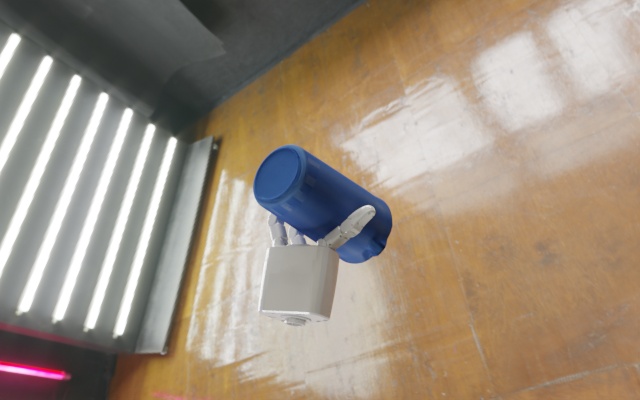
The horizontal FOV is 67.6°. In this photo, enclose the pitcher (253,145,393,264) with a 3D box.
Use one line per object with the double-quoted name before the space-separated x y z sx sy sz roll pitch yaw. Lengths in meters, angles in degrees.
"pitcher" 0.000 0.003 0.804 0.149 0.145 0.243 -12 -31 36
